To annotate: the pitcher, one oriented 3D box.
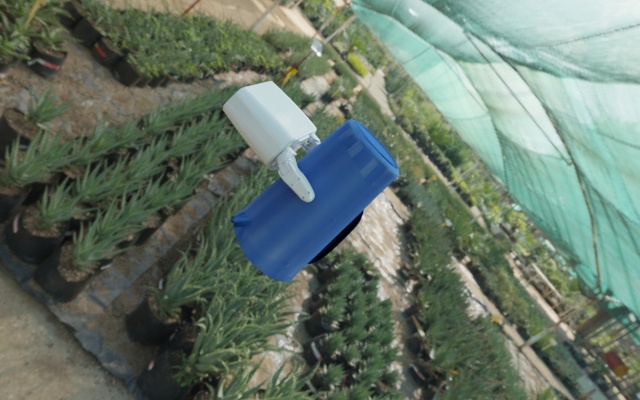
[{"bbox_3d":[0.000,0.002,0.713,0.243,0.145,0.149,-42,0,16],"label":"pitcher"}]
